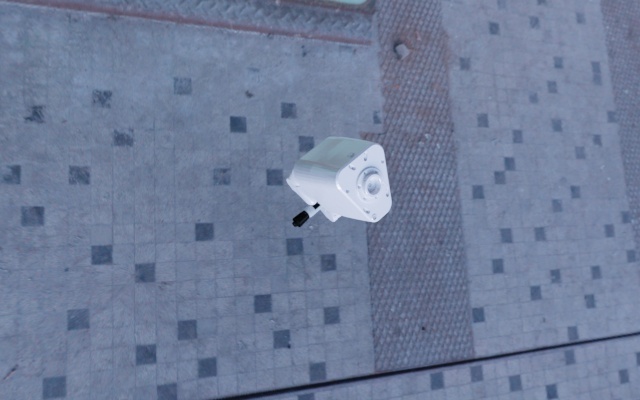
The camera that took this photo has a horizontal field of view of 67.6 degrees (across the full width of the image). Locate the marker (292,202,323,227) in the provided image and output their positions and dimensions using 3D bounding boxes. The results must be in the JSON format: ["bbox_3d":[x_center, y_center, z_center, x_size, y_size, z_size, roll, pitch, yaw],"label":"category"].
[{"bbox_3d":[0.000,0.003,0.781,0.121,0.020,0.020,-41,18,-22],"label":"marker"}]
